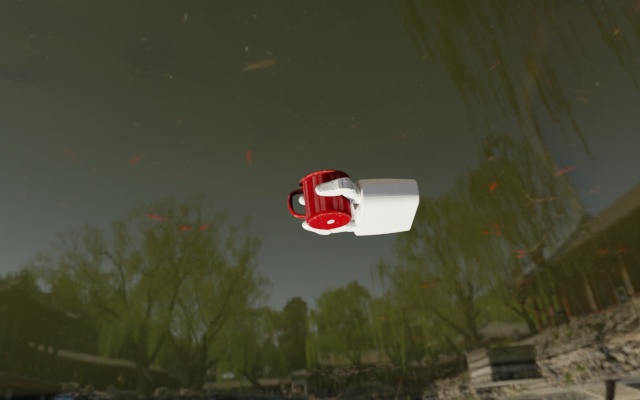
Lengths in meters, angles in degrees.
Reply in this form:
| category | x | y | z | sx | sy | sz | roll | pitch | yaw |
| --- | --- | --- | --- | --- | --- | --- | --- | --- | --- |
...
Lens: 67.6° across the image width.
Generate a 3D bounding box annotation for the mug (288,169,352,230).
| category | x | y | z | sx | sy | sz | roll | pitch | yaw |
| --- | --- | --- | --- | --- | --- | --- | --- | --- | --- |
| mug | -0.001 | 0.003 | 0.854 | 0.117 | 0.081 | 0.093 | -4 | -25 | -5 |
